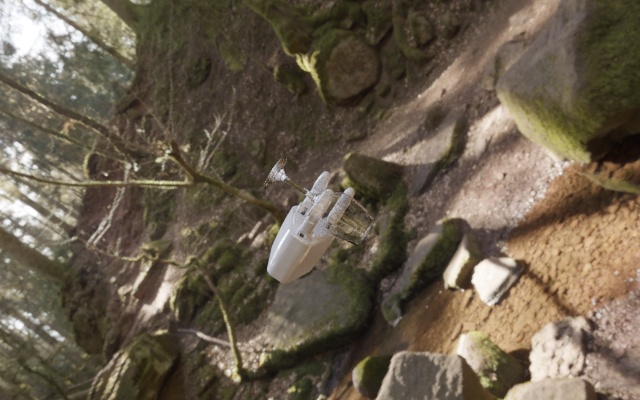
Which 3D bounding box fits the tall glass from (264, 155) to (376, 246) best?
[{"bbox_3d":[0.000,0.002,0.867,0.201,0.079,0.079,33,2,3],"label":"tall glass"}]
